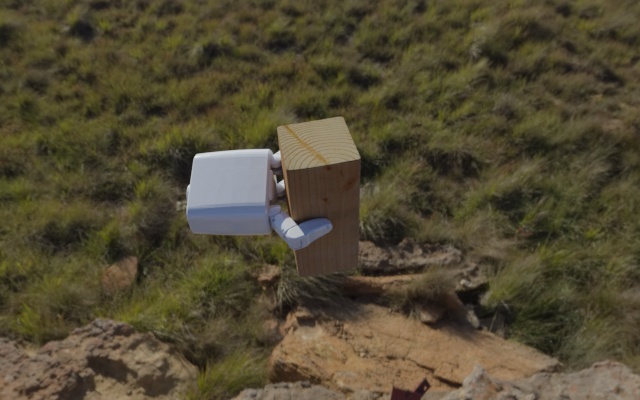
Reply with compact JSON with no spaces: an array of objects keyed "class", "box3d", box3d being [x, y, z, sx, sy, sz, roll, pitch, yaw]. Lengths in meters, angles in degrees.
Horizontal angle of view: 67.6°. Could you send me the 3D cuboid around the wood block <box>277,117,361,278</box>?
[{"class":"wood block","box3d":[0.000,0.002,0.652,0.090,0.206,0.090,-10,45,-6]}]
